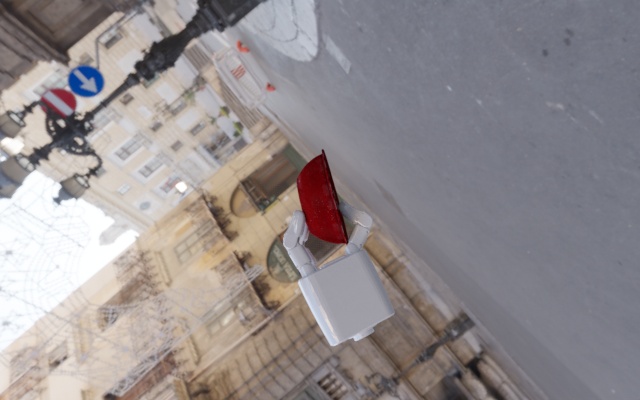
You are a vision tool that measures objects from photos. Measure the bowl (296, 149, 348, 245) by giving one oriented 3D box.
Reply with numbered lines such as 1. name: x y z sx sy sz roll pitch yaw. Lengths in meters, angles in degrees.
1. bowl: -0.001 0.001 0.760 0.055 0.162 0.162 -14 -1 4
